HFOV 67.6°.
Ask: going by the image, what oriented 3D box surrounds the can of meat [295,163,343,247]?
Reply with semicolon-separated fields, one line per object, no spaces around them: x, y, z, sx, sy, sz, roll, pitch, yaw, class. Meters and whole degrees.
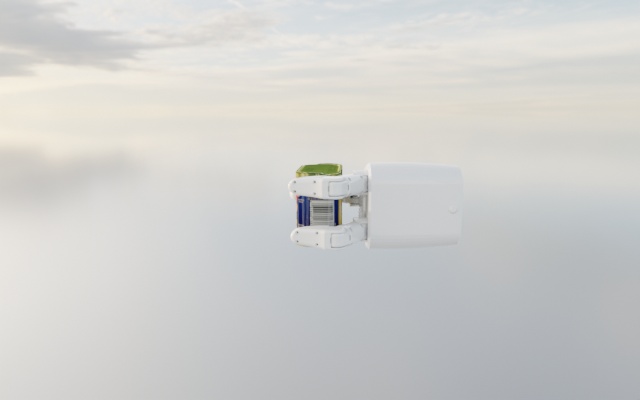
0.000;0.002;0.571;0.057;0.084;0.102;1;11;3;can of meat
